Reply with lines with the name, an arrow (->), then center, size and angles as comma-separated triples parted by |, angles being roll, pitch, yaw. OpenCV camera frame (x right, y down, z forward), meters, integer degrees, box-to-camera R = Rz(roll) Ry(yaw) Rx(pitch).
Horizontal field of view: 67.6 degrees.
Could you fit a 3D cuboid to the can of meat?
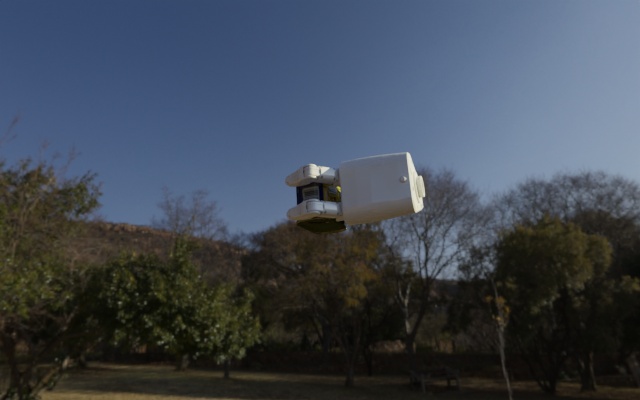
can of meat -> 0.000, 0.002, 0.767 | 0.057, 0.084, 0.102 | -11, -18, 22
